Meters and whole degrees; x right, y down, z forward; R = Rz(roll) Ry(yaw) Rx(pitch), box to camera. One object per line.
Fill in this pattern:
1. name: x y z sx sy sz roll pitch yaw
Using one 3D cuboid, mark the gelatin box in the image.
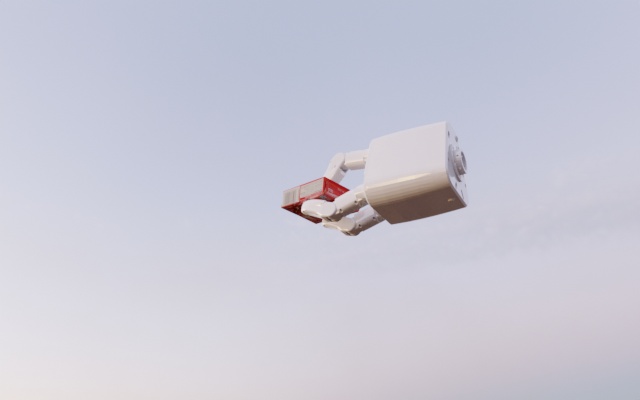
1. gelatin box: 0.000 0.002 0.680 0.089 0.030 0.073 -17 -33 41
